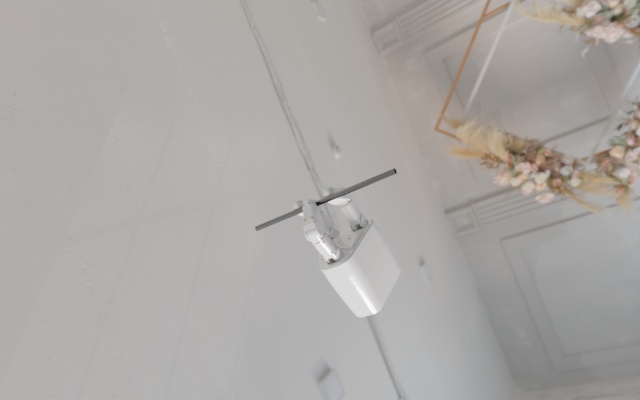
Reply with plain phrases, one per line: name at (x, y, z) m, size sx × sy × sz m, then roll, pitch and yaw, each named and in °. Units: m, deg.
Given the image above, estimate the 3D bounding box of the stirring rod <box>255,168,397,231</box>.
stirring rod at (0.000, 0.002, 0.685) m, size 0.239 × 0.011 × 0.011 m, roll -23°, pitch -11°, yaw 27°
